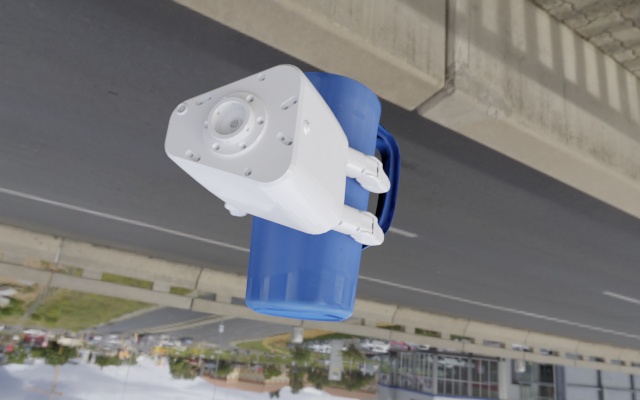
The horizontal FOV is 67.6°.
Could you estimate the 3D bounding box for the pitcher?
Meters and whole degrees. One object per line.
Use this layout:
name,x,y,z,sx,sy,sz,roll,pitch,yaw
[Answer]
pitcher,0.000,0.002,0.511,0.149,0.242,0.145,0,-19,17
